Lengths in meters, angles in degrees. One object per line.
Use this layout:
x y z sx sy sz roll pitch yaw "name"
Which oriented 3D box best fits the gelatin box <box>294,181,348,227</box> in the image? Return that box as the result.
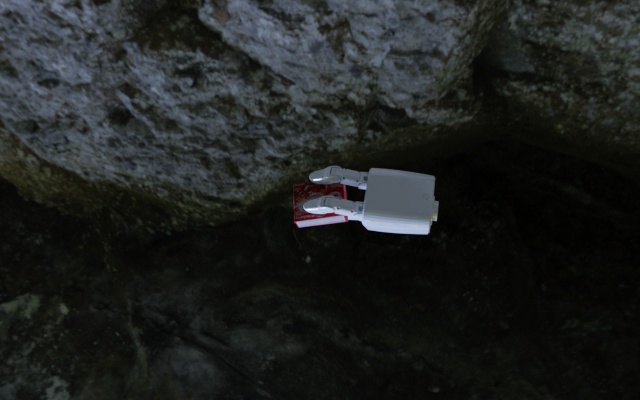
0.000 0.003 0.807 0.089 0.073 0.030 -8 -27 10 "gelatin box"
